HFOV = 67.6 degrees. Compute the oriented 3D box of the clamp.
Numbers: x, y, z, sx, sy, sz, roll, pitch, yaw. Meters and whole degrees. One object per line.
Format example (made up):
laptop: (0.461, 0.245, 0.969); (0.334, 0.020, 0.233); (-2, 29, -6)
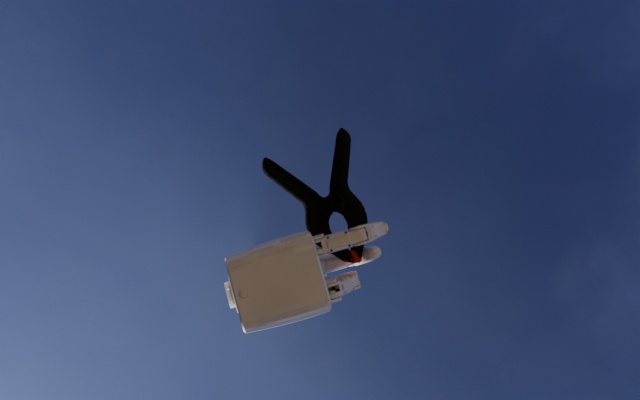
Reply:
clamp: (0.000, 0.002, 0.599); (0.120, 0.171, 0.039); (-15, -4, -9)
